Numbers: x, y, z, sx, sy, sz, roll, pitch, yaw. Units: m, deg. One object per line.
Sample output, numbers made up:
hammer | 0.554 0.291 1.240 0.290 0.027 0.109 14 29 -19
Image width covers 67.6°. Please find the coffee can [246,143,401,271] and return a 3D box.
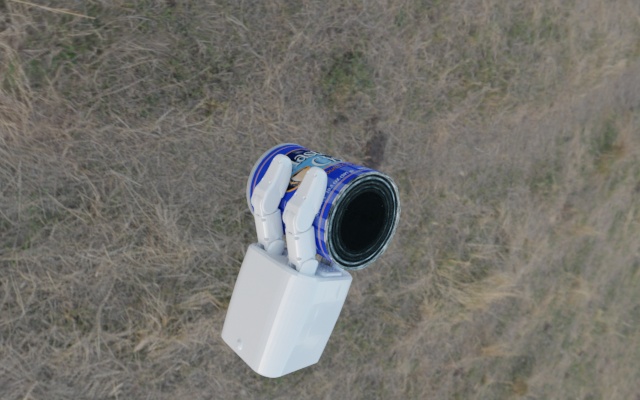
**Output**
coffee can | 0.000 0.001 0.517 0.103 0.103 0.140 0 16 -42
